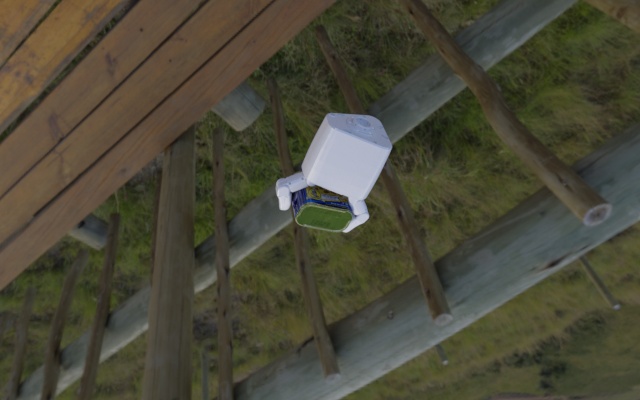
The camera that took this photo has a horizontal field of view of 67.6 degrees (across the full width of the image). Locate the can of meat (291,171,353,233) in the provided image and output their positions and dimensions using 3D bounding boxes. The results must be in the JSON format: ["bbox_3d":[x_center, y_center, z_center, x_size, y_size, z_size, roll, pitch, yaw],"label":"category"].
[{"bbox_3d":[0.000,0.003,0.816,0.102,0.057,0.083,12,39,-23],"label":"can of meat"}]
